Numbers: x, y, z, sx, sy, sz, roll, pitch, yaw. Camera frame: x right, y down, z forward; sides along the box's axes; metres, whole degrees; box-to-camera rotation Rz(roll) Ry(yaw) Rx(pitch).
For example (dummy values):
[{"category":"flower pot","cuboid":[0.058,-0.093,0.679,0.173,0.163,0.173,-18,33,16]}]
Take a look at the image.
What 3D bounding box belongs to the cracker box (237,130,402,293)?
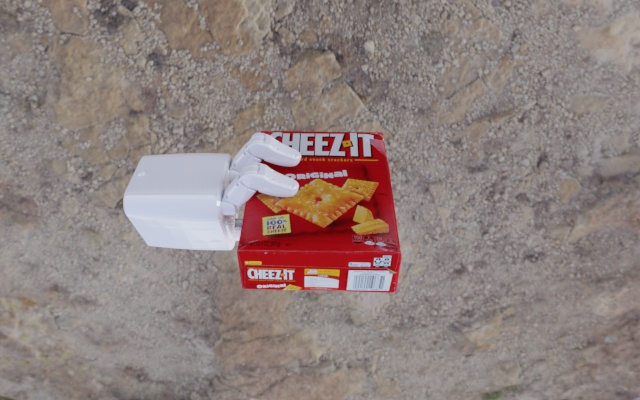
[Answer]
[{"category":"cracker box","cuboid":[0.000,0.002,0.556,0.164,0.072,0.213,1,42,0]}]
